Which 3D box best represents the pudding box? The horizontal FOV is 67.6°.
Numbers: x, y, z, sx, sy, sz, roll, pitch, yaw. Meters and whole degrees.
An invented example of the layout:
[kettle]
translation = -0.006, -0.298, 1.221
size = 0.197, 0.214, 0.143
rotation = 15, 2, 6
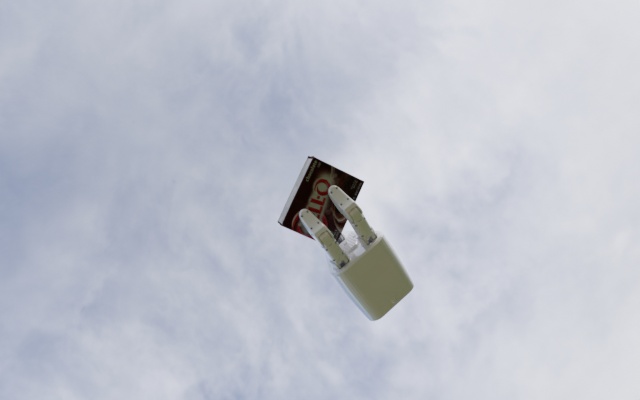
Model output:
[pudding box]
translation = 0.000, 0.002, 0.711
size = 0.090, 0.113, 0.039
rotation = 24, -2, -20
